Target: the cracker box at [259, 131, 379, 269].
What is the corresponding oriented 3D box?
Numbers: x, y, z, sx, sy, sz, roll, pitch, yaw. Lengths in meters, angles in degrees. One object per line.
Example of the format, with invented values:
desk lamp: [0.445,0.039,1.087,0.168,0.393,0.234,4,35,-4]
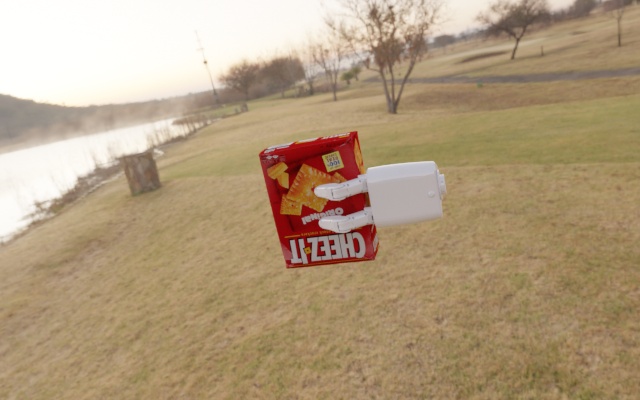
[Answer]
cracker box: [0.000,0.002,0.816,0.164,0.214,0.072,-8,15,16]
